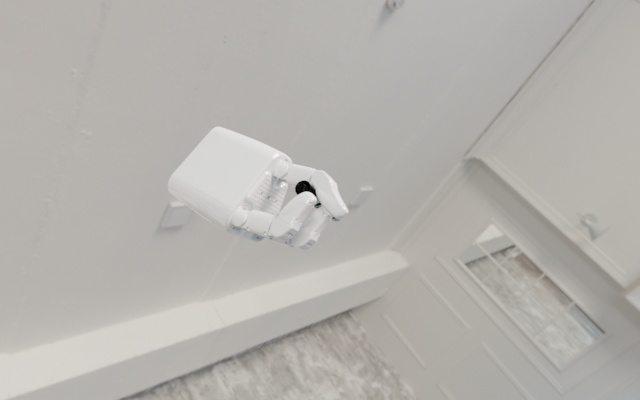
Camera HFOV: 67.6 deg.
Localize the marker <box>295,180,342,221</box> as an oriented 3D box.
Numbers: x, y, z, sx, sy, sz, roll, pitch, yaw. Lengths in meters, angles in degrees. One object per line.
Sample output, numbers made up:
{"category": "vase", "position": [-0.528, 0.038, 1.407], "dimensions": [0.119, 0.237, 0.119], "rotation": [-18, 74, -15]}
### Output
{"category": "marker", "position": [0.000, 0.002, 0.567], "dimensions": [0.020, 0.020, 0.121], "rotation": [0, -16, 22]}
